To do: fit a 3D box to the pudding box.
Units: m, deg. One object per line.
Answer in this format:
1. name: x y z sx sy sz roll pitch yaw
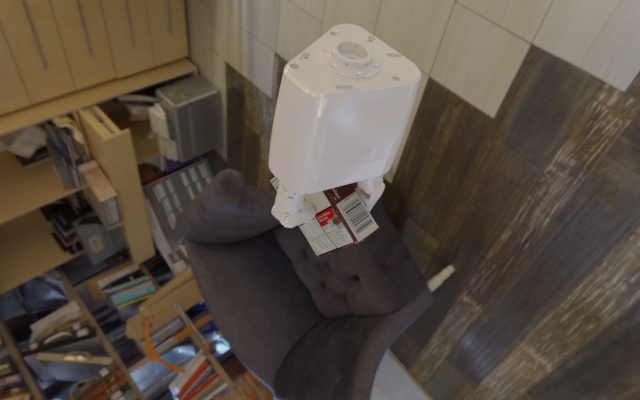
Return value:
1. pudding box: 0.000 0.002 0.527 0.039 0.113 0.090 -31 1 -31
